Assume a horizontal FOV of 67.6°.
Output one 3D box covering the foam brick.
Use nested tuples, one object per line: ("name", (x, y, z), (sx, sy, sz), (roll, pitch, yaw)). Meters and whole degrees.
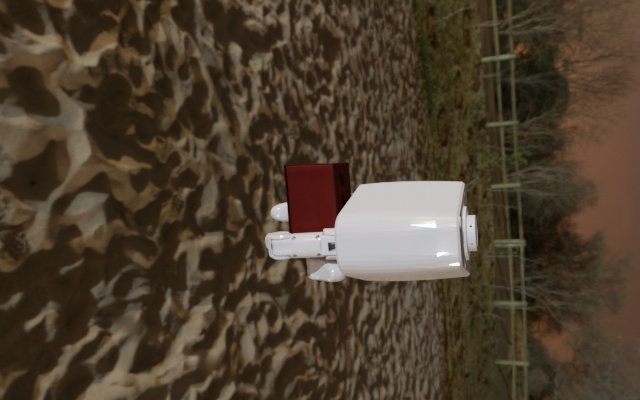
("foam brick", (0.000, 0.001, 0.471), (0.051, 0.078, 0.053), (-4, 4, 22))
